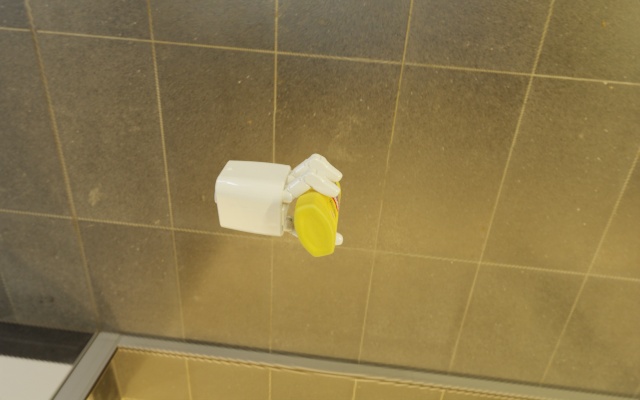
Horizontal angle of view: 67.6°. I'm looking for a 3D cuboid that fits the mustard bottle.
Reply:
[{"bbox_3d":[0.000,0.003,0.796,0.058,0.096,0.191,-15,26,14],"label":"mustard bottle"}]
